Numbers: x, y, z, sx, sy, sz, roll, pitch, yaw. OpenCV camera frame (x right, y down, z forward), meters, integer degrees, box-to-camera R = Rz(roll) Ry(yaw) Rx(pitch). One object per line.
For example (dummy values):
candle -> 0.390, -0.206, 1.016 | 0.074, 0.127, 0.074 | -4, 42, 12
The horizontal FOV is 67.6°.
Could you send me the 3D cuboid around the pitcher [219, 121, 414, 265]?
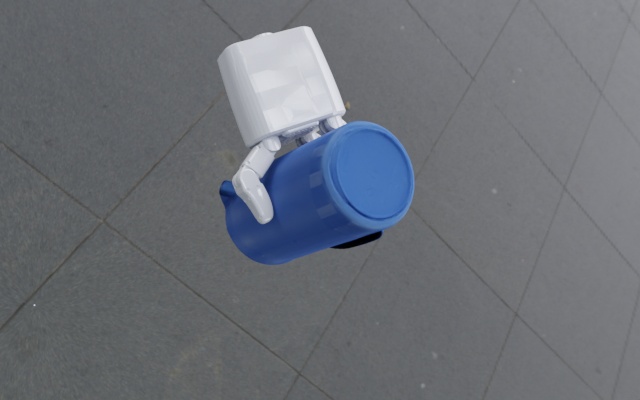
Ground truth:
pitcher -> 0.000, 0.002, 0.553 | 0.149, 0.145, 0.243 | -21, 0, -32
